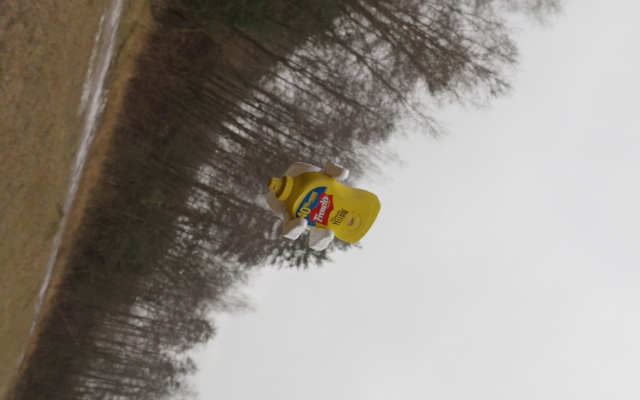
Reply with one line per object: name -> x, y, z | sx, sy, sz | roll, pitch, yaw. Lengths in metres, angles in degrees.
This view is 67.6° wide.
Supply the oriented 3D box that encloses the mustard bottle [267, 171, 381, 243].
mustard bottle -> 0.000, 0.003, 0.802 | 0.192, 0.096, 0.058 | 22, 29, -23
